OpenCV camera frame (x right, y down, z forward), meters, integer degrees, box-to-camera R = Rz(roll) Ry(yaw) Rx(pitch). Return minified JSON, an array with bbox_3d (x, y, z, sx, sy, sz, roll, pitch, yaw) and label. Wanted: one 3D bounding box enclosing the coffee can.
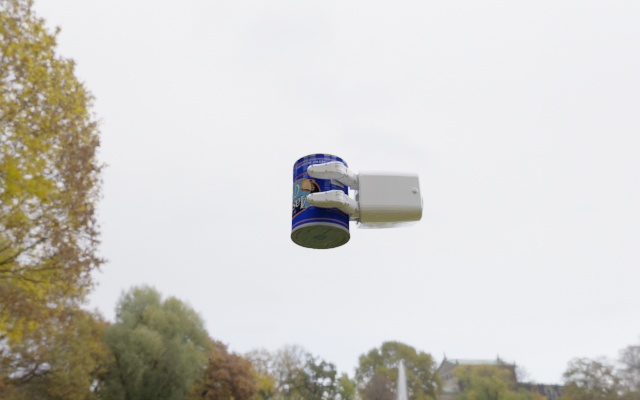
[{"bbox_3d":[0.000,0.003,0.841,0.103,0.140,0.103,0,-28,0],"label":"coffee can"}]
